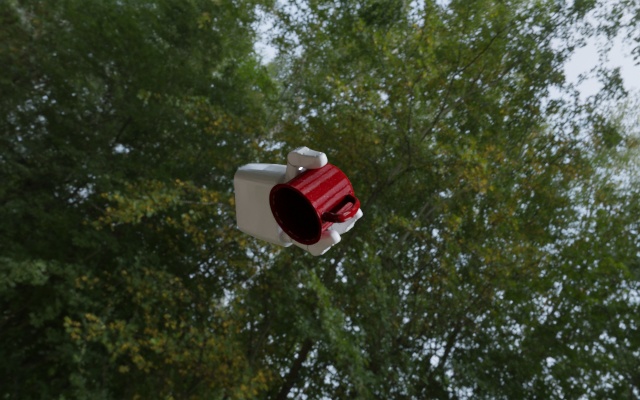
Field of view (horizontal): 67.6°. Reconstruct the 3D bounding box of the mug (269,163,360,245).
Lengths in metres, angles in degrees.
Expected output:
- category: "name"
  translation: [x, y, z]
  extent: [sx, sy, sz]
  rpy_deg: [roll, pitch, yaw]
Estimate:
- category: "mug"
  translation: [0.001, 0.002, 0.638]
  extent: [0.117, 0.093, 0.081]
  rpy_deg: [12, 37, 41]
